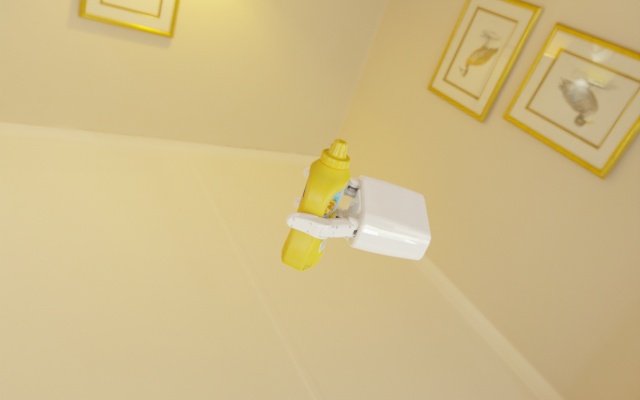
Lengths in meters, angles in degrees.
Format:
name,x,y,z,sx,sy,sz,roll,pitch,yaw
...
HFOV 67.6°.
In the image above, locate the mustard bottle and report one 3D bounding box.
name,x,y,z,sx,sy,sz,roll,pitch,yaw
mustard bottle,0.000,0.002,0.681,0.058,0.192,0.096,25,26,10
